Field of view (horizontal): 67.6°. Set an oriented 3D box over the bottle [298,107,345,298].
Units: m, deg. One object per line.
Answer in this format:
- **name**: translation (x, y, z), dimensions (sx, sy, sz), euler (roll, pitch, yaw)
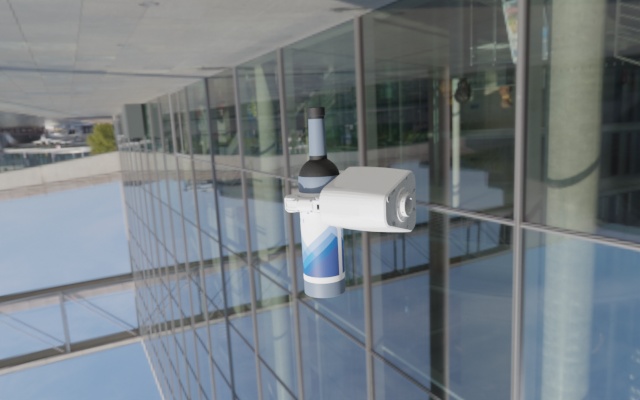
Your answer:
- **bottle**: translation (0.000, 0.003, 0.754), dimensions (0.069, 0.296, 0.069), euler (-3, 9, 0)
